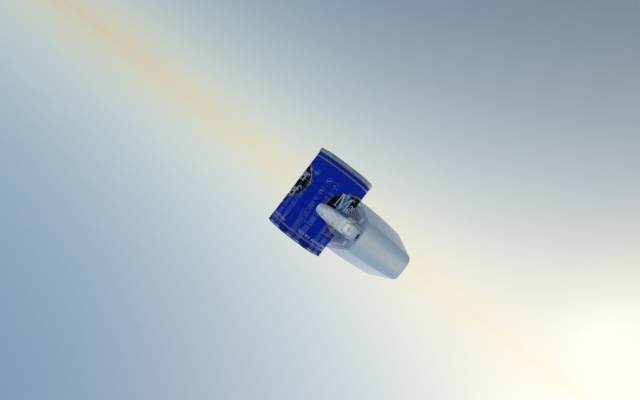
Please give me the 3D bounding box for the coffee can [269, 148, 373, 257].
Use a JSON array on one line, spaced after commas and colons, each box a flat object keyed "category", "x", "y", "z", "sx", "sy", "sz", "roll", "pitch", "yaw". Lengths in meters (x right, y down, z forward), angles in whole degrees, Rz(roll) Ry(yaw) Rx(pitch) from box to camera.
[{"category": "coffee can", "x": 0.000, "y": 0.002, "z": 0.758, "sx": 0.103, "sy": 0.140, "sz": 0.103, "roll": 37, "pitch": 0, "yaw": 0}]
